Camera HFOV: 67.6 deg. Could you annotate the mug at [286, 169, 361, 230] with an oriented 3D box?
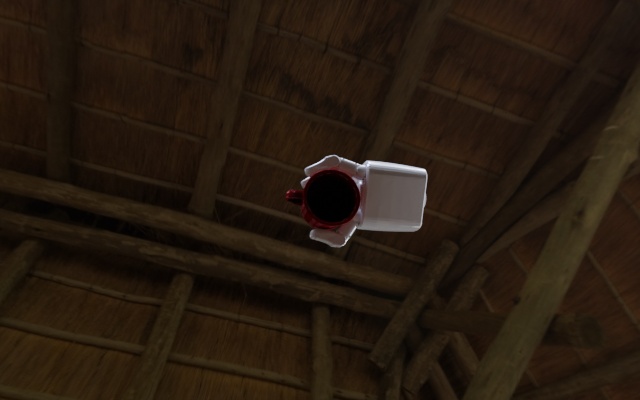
[{"bbox_3d":[-0.001,0.003,0.789,0.117,0.093,0.081,6,-14,-8],"label":"mug"}]
